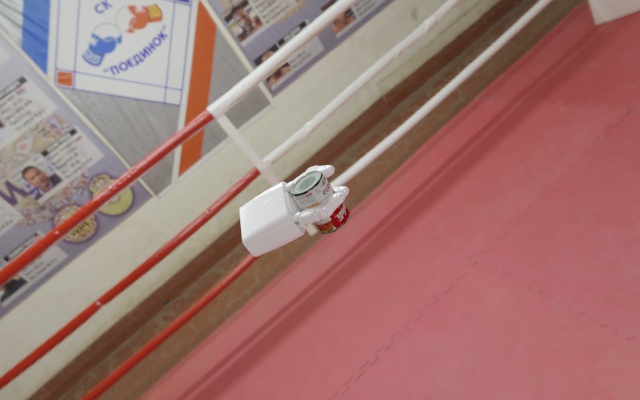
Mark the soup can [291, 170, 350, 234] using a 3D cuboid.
[{"bbox_3d":[0.000,0.002,0.880,0.068,0.102,0.068,-27,29,16],"label":"soup can"}]
